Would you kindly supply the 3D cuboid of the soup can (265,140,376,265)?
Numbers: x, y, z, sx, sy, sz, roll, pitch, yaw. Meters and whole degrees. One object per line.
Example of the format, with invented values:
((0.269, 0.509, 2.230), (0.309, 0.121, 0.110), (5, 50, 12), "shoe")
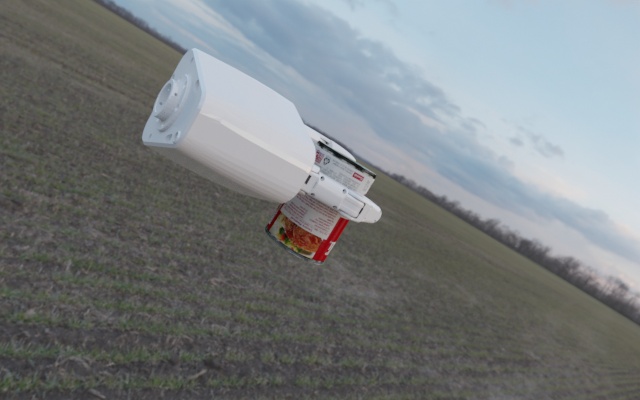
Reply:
((0.001, 0.002, 0.466), (0.068, 0.102, 0.068), (31, 7, -4), "soup can")
